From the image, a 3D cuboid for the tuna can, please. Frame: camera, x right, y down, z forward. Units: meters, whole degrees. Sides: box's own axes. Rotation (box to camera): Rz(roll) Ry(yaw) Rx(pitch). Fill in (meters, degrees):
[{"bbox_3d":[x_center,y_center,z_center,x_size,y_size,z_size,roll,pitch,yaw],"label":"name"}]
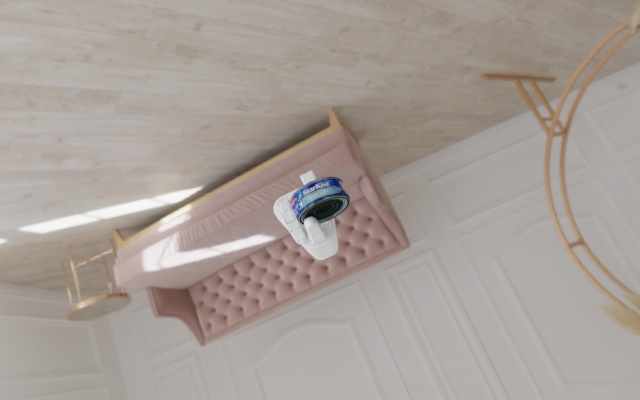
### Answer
[{"bbox_3d":[0.000,0.003,0.710,0.086,0.033,0.086,-19,-24,-9],"label":"tuna can"}]
